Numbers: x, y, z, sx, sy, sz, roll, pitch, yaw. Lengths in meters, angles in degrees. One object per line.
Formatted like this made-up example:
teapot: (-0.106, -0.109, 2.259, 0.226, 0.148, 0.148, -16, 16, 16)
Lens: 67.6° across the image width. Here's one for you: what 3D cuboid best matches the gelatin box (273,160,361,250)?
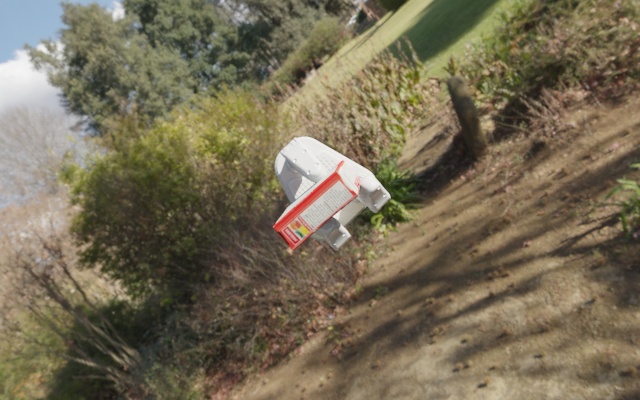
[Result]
gelatin box: (0.000, 0.001, 0.431, 0.073, 0.030, 0.089, -41, 4, 12)
